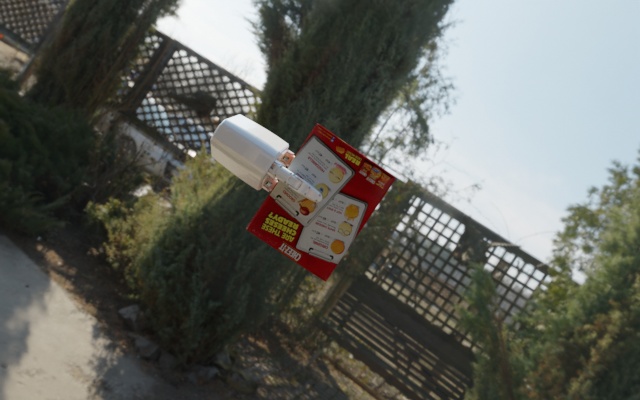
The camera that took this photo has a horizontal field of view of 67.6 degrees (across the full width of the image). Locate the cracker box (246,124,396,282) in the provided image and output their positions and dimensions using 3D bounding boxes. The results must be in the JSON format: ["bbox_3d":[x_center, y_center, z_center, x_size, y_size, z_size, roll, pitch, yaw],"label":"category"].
[{"bbox_3d":[0.000,0.003,0.824,0.164,0.213,0.072,34,1,-4],"label":"cracker box"}]
